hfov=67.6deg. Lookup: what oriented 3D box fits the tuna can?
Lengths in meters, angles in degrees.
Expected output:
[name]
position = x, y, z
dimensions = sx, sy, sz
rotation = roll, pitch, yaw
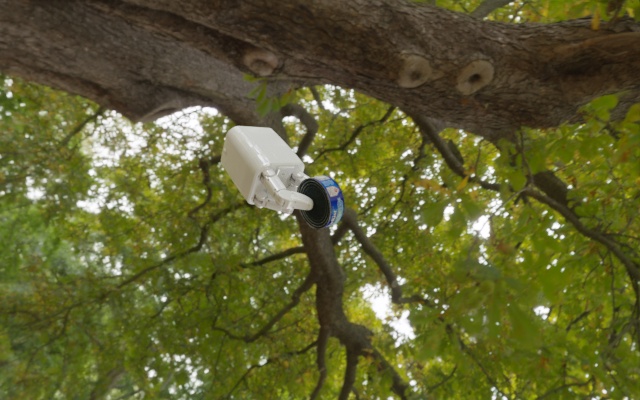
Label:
[tuna can]
position = 0.001, 0.002, 0.780
dimensions = 0.034, 0.086, 0.086
rotation = -15, 9, -37
